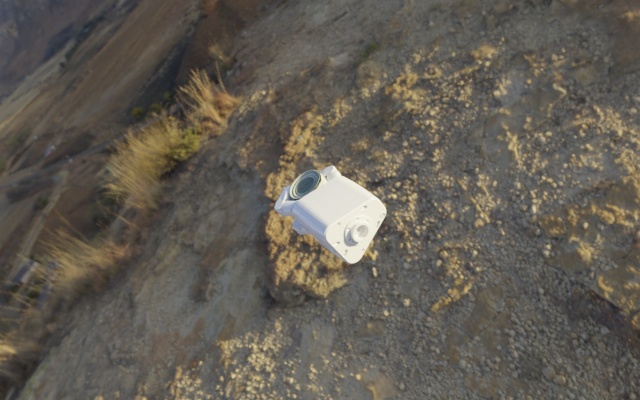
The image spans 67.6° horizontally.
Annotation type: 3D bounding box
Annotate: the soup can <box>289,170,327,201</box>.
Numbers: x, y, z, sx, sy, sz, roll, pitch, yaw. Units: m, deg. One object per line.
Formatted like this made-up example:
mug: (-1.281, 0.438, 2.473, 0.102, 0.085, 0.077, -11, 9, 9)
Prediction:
soup can: (0.000, 0.002, 0.848, 0.068, 0.068, 0.102, 0, -37, 44)
